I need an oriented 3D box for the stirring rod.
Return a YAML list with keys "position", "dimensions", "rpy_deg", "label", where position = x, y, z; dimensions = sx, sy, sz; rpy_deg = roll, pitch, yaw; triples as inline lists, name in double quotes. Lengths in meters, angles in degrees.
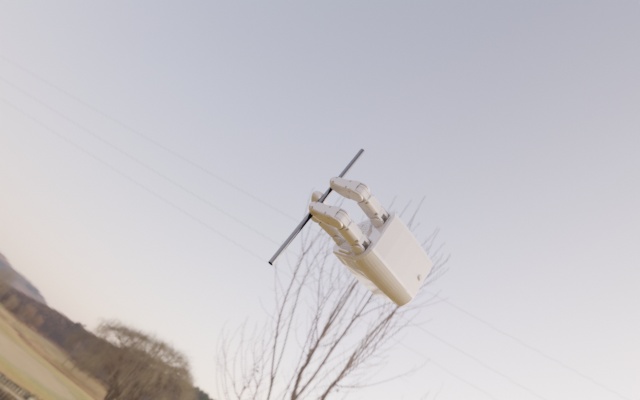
- position: [0.000, 0.002, 0.686]
  dimensions: [0.011, 0.011, 0.239]
  rpy_deg: [0, 42, 47]
  label: "stirring rod"
